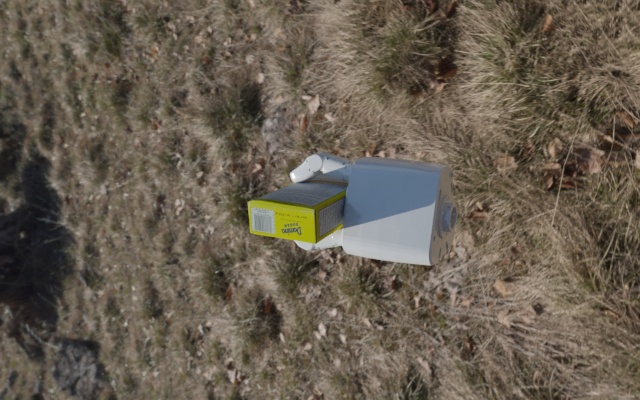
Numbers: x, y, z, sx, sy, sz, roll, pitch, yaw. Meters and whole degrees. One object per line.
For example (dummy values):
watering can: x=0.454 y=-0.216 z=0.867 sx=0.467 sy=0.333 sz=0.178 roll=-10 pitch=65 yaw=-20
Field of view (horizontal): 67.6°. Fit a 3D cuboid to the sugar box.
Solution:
sugar box: x=0.000 y=0.003 z=0.596 sx=0.093 sy=0.048 sz=0.176 roll=8 pitch=16 yaw=30
